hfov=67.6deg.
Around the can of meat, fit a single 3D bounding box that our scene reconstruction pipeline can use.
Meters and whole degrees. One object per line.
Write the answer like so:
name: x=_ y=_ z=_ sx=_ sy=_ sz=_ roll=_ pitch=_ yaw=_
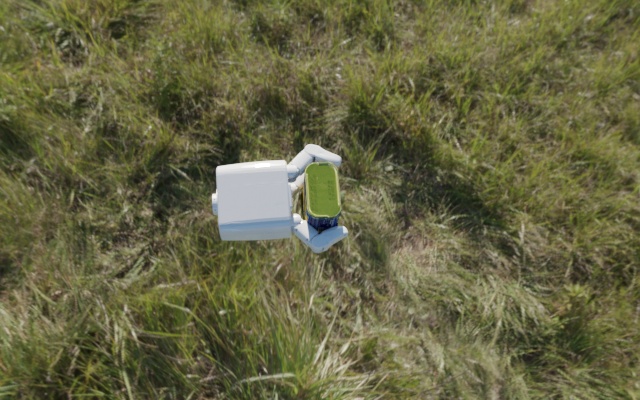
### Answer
can of meat: x=0.000 y=0.002 z=0.745 sx=0.057 sy=0.102 sz=0.084 roll=-2 pitch=-28 yaw=-6
